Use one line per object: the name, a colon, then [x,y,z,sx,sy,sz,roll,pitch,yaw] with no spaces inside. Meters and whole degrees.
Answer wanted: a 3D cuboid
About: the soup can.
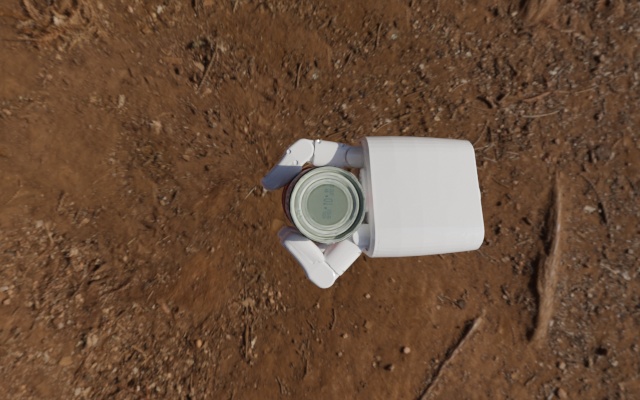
soup can: [0.000,0.001,0.446,0.068,0.068,0.102,0,3,-7]
